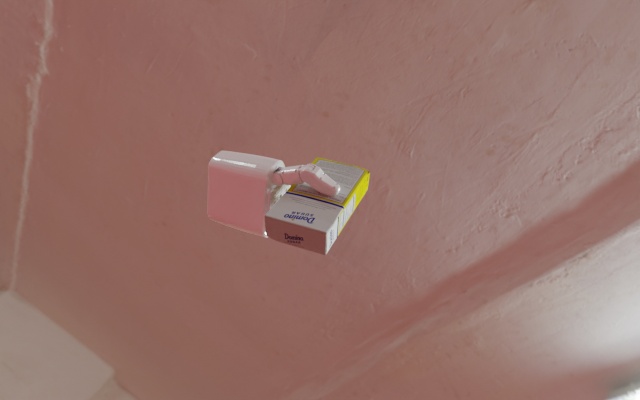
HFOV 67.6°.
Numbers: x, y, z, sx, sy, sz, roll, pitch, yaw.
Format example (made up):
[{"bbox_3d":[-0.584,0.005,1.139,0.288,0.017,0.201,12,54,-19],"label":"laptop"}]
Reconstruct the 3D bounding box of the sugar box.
[{"bbox_3d":[0.000,0.003,0.696,0.093,0.048,0.176,15,39,19],"label":"sugar box"}]
